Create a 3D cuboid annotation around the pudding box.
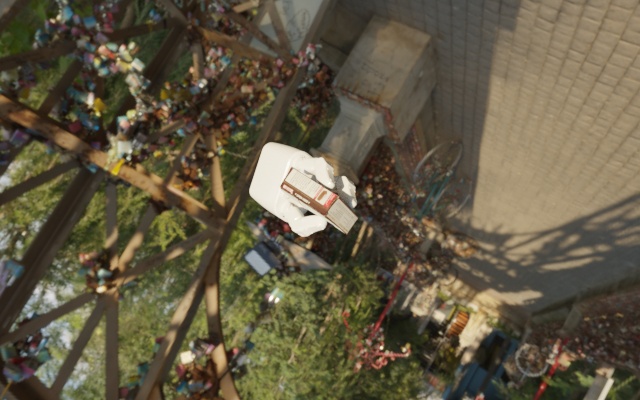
[{"bbox_3d":[0.000,0.002,0.711,0.090,0.039,0.113,32,-3,25],"label":"pudding box"}]
